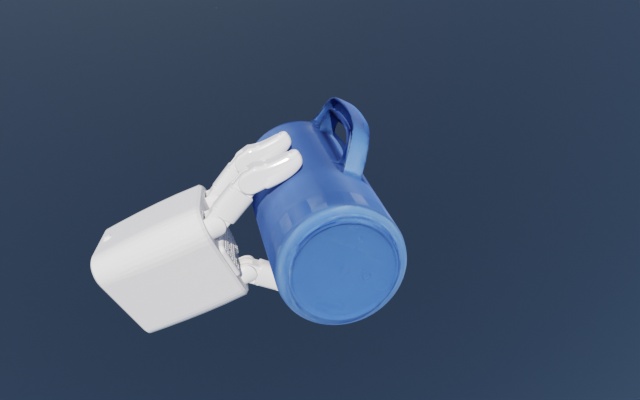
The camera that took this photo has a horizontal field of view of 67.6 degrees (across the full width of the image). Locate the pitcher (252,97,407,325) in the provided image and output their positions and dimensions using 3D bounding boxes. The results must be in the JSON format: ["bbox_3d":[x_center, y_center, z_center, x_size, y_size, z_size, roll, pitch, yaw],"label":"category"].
[{"bbox_3d":[0.000,0.002,0.474,0.145,0.149,0.242,-22,24,-3],"label":"pitcher"}]
